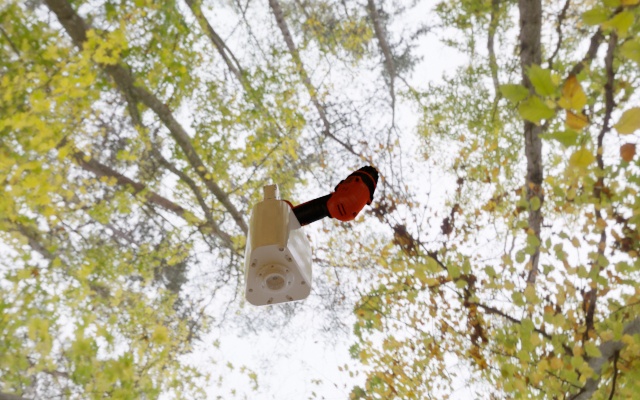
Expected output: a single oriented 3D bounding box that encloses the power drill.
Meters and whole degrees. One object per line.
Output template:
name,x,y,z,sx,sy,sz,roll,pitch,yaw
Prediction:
power drill,0.000,0.003,0.780,0.188,0.057,0.184,-21,10,24
